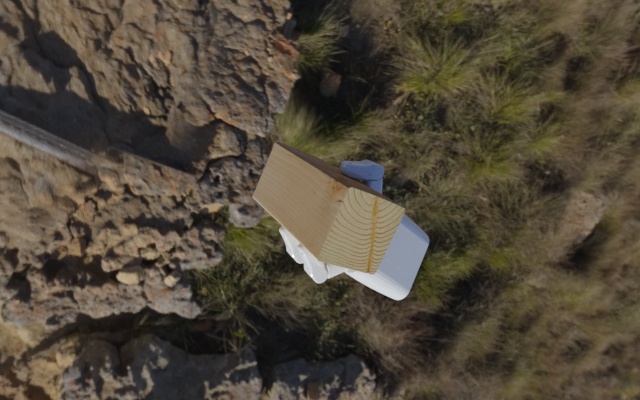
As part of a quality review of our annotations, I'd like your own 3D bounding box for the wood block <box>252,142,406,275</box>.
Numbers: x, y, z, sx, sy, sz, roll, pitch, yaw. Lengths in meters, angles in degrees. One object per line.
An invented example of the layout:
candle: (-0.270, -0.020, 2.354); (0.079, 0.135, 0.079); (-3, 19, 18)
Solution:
wood block: (0.001, 0.002, 0.616); (0.090, 0.091, 0.206); (19, 9, -34)
